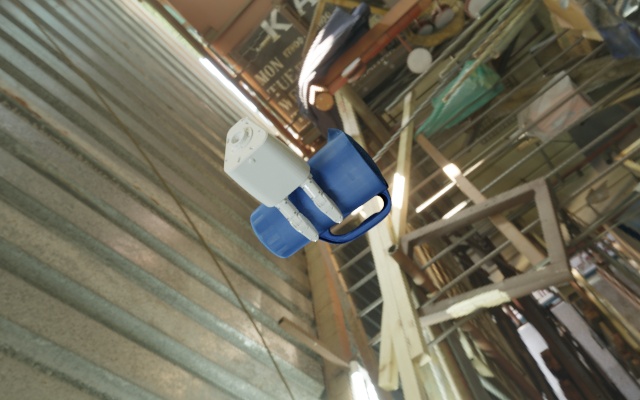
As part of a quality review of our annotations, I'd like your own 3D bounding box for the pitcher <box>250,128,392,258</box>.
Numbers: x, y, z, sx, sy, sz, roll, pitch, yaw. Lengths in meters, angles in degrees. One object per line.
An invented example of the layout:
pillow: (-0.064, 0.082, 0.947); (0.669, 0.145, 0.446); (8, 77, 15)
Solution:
pitcher: (0.000, 0.003, 0.867); (0.145, 0.243, 0.149); (40, 16, -41)
